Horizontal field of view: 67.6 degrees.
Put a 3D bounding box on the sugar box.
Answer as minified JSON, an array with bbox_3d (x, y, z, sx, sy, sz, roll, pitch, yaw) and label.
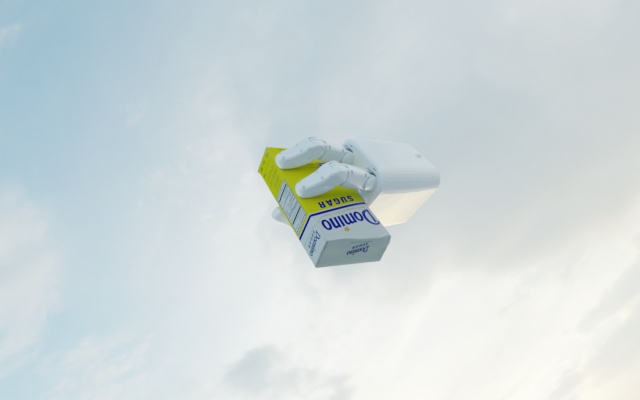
[{"bbox_3d":[0.000,0.001,0.574,0.093,0.048,0.176,-1,37,-34],"label":"sugar box"}]
